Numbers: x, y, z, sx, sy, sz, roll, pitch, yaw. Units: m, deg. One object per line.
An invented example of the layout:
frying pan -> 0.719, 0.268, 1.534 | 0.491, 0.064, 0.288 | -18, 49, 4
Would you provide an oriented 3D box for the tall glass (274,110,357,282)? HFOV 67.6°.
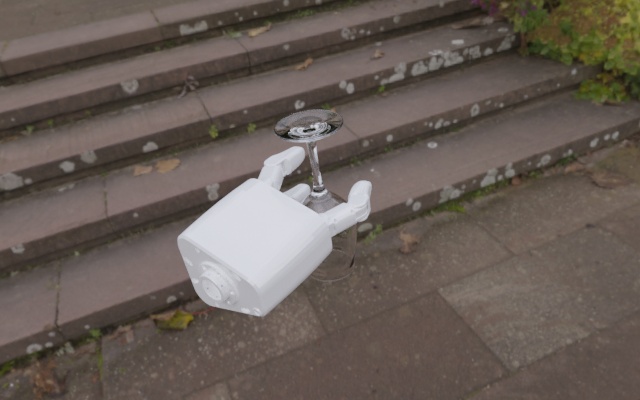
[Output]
tall glass -> 0.000, 0.001, 0.559 | 0.079, 0.201, 0.079 | -6, 34, 4
